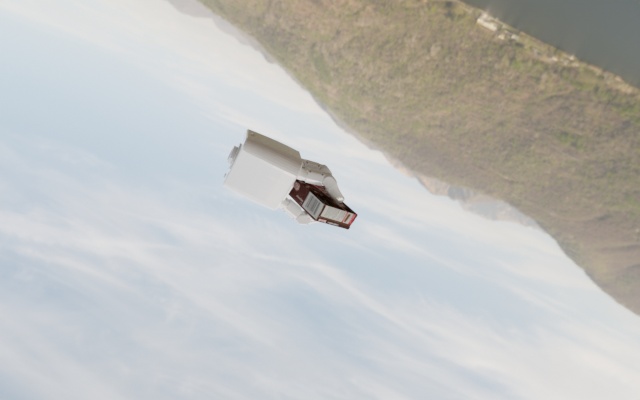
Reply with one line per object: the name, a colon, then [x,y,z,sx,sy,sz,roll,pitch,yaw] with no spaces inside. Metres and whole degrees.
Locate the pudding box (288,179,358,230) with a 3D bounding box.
pudding box: [0.000,0.003,0.869,0.090,0.039,0.113,16,21,-43]
